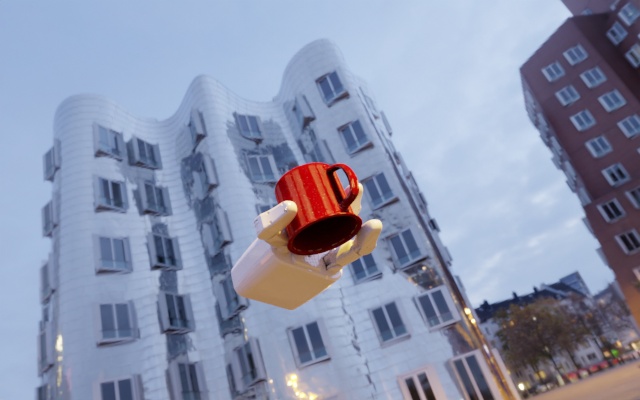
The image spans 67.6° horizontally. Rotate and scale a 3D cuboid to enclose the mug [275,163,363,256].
[{"bbox_3d":[0.001,0.001,0.569,0.093,0.081,0.117,7,-40,-41],"label":"mug"}]
